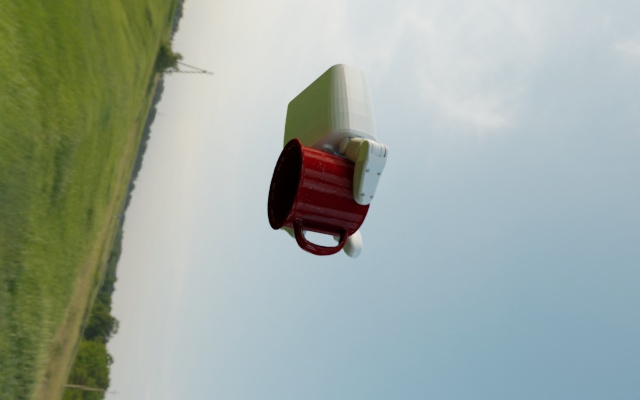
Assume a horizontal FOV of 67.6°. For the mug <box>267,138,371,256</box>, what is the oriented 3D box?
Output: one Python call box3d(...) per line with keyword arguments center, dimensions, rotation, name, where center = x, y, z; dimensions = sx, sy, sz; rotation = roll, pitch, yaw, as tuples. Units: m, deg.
box3d(center=(0.000, 0.003, 0.480), dimensions=(0.081, 0.117, 0.093), rotation=(13, -39, -22), name="mug")
